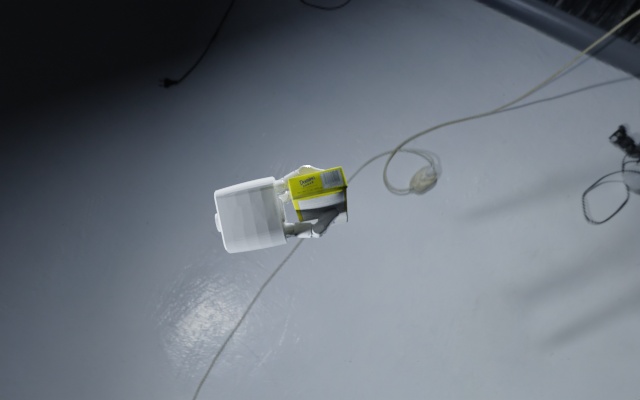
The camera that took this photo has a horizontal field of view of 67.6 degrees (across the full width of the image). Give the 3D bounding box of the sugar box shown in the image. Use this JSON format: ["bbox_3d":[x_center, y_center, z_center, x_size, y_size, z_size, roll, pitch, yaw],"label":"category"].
[{"bbox_3d":[0.000,0.002,0.846,0.093,0.048,0.176,-12,-19,-2],"label":"sugar box"}]
